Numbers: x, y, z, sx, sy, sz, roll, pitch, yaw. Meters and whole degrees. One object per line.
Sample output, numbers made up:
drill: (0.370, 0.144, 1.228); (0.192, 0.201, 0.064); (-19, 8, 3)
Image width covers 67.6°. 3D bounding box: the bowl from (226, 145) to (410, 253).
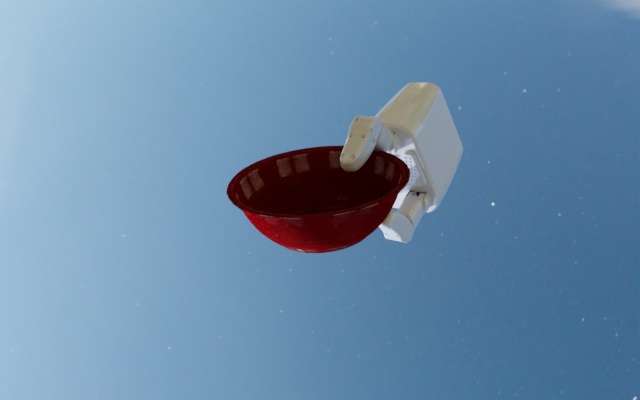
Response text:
bowl: (-0.001, 0.002, 0.433); (0.162, 0.055, 0.162); (-5, 24, 2)
